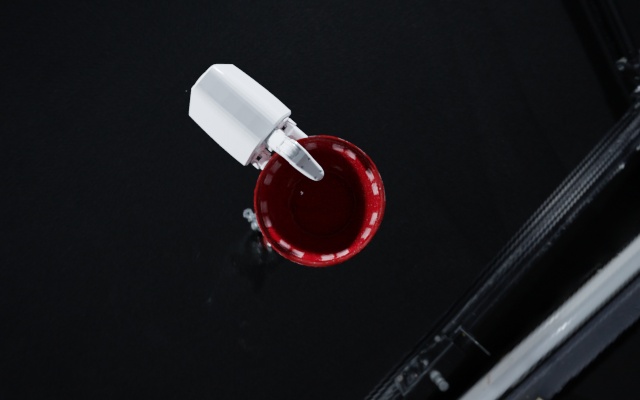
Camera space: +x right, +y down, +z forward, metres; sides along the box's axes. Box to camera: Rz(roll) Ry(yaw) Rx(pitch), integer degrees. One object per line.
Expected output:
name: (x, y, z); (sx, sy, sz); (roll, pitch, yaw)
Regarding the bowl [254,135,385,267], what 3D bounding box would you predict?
bowl: (0.001, 0.003, 0.609); (0.162, 0.162, 0.055); (0, -4, 5)
